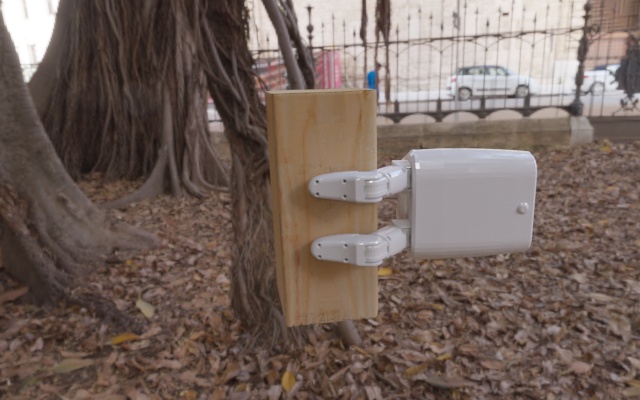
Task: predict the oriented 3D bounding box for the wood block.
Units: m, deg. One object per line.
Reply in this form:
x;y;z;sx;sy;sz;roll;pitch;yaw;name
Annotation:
0.000;0.001;0.451;0.090;0.206;0.090;-4;15;-8;wood block
